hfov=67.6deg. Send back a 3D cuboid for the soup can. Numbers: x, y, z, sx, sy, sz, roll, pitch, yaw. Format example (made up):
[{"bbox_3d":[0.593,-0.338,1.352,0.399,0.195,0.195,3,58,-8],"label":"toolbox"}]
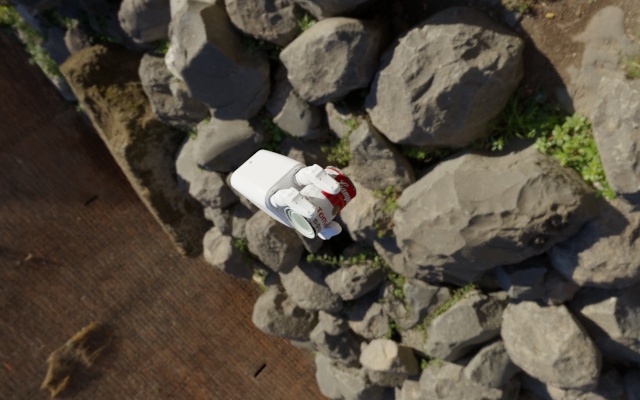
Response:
[{"bbox_3d":[0.000,0.003,0.767,0.102,0.068,0.068,-44,20,-22],"label":"soup can"}]
